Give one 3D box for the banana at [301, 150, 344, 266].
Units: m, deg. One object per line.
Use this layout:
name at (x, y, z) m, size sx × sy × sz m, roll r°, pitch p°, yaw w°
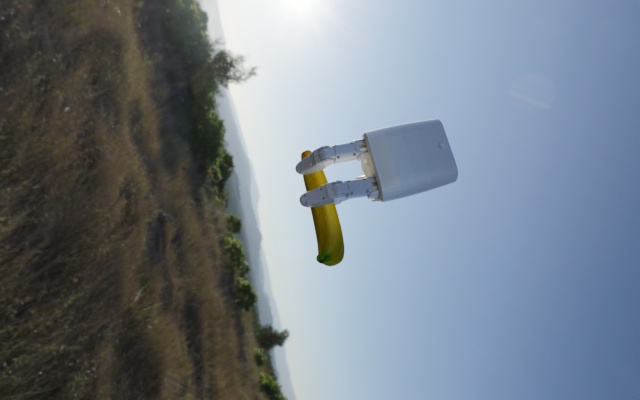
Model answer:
banana at (0.004, 0.016, 0.651) m, size 0.037 × 0.197 × 0.070 m, roll -14°, pitch -41°, yaw 2°
